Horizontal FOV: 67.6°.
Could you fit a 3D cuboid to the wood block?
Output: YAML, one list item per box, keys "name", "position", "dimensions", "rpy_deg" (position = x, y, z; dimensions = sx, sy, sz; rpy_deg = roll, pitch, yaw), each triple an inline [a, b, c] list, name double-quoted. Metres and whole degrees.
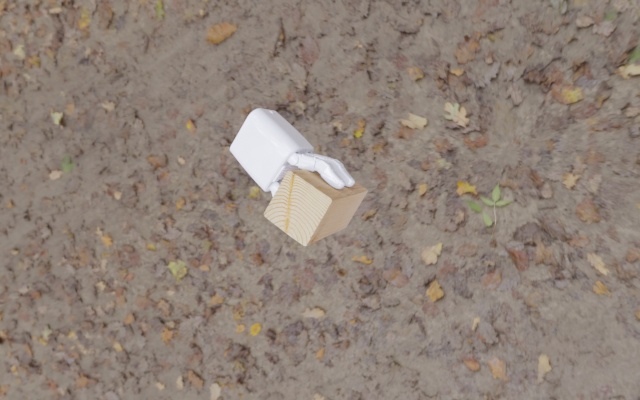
- name: "wood block"
  position: [0.000, 0.003, 0.840]
  dimensions: [0.090, 0.091, 0.206]
  rpy_deg: [35, 17, 15]
